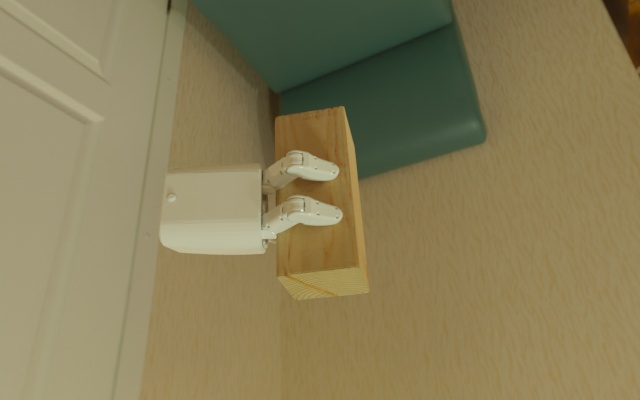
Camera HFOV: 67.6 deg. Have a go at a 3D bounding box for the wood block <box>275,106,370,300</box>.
[{"bbox_3d":[0.000,0.002,0.568,0.090,0.206,0.091,-8,-29,8],"label":"wood block"}]
